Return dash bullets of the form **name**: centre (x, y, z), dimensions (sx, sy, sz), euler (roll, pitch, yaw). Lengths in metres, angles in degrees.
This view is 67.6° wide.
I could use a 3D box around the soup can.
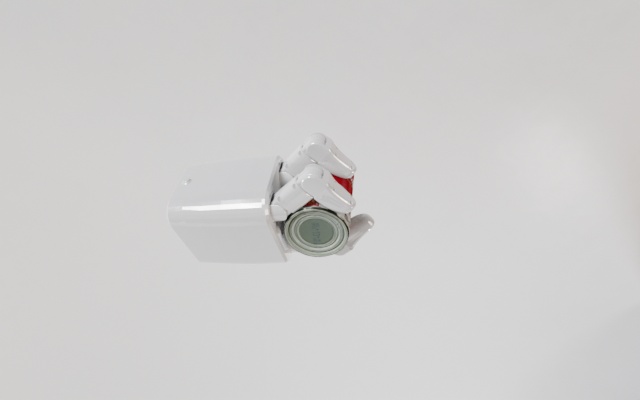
- **soup can**: centre (0.001, 0.002, 0.511), dimensions (0.068, 0.069, 0.102), euler (0, 39, 7)
